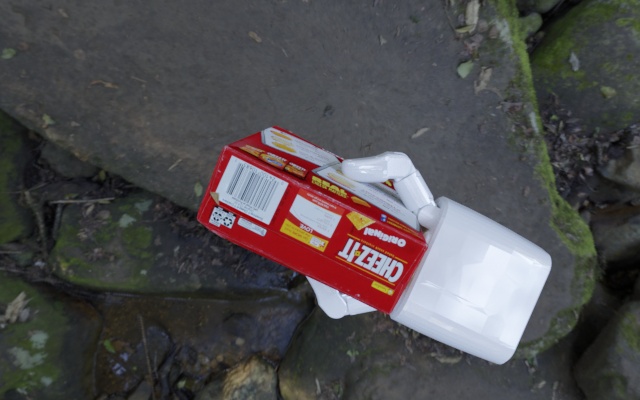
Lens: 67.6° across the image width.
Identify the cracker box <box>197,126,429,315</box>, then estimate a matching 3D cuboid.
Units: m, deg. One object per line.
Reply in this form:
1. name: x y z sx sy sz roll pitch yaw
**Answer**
1. cracker box: 0.000 0.001 0.444 0.164 0.072 0.213 26 13 -2
